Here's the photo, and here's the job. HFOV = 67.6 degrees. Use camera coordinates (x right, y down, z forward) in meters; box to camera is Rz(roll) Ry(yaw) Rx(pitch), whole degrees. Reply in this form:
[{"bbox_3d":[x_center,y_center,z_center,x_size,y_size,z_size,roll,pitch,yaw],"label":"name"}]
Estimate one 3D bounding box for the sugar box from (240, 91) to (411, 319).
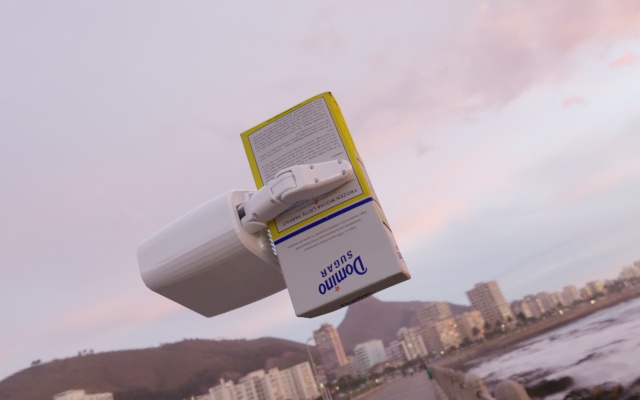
[{"bbox_3d":[0.000,0.001,0.409,0.093,0.176,0.048,-25,-22,12],"label":"sugar box"}]
